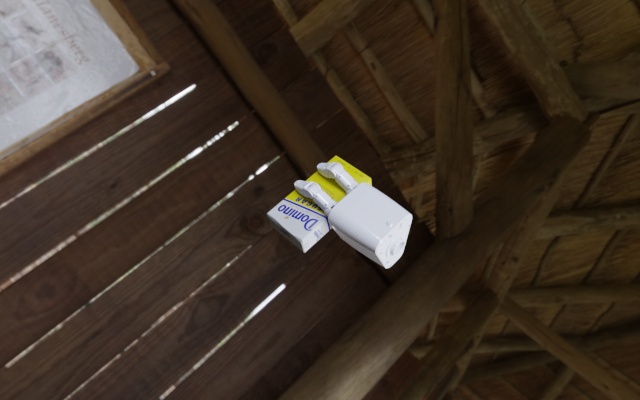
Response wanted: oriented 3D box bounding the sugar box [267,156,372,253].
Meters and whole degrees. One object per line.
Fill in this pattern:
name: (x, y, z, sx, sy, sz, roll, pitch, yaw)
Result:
sugar box: (0.000, 0.002, 0.857, 0.176, 0.048, 0.093, -40, 56, -23)
